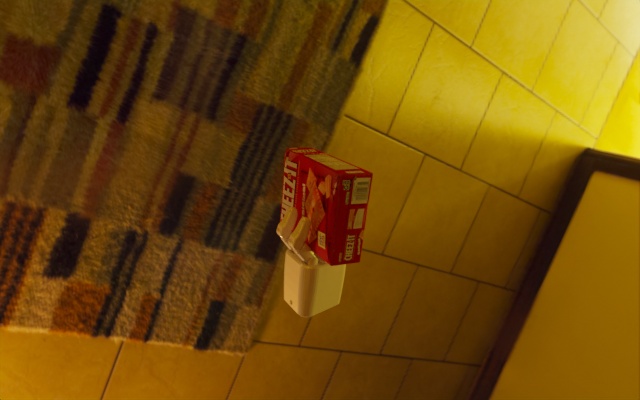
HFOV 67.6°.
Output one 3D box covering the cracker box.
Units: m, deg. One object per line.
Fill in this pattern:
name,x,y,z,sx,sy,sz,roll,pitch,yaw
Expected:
cracker box,0.000,0.003,0.883,0.072,0.164,0.213,-3,18,-30
